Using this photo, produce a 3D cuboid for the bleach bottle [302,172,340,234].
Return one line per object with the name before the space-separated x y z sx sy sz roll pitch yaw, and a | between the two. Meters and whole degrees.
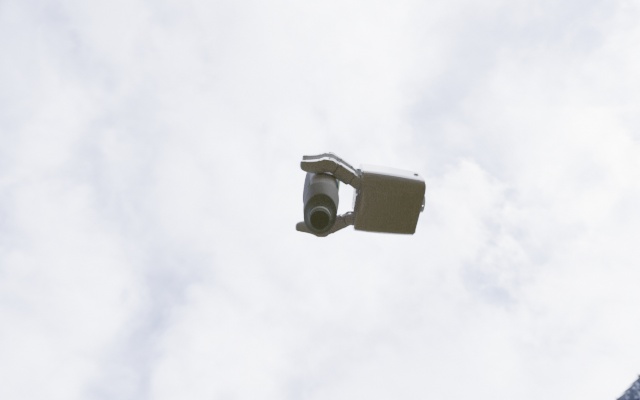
bleach bottle | 0.000 0.002 0.791 0.068 0.102 0.250 7 15 -1
